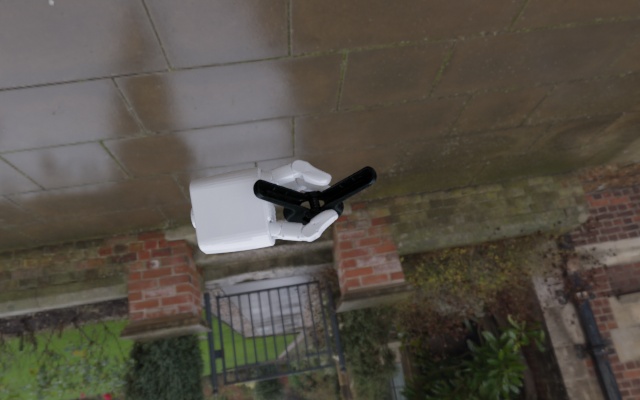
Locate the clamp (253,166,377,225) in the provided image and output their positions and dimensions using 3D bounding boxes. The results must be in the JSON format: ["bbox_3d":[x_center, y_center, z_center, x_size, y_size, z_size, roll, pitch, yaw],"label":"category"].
[{"bbox_3d":[0.000,0.003,0.713,0.164,0.036,0.210,-8,-19,2],"label":"clamp"}]
